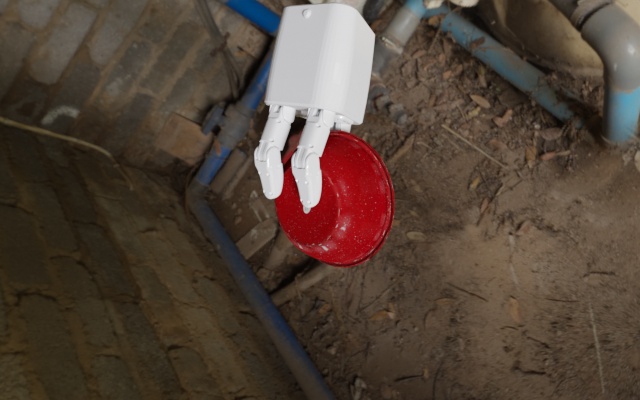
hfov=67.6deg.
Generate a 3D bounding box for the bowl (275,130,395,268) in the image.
[{"bbox_3d":[0.000,0.003,0.538,0.162,0.162,0.055,0,7,38],"label":"bowl"}]
